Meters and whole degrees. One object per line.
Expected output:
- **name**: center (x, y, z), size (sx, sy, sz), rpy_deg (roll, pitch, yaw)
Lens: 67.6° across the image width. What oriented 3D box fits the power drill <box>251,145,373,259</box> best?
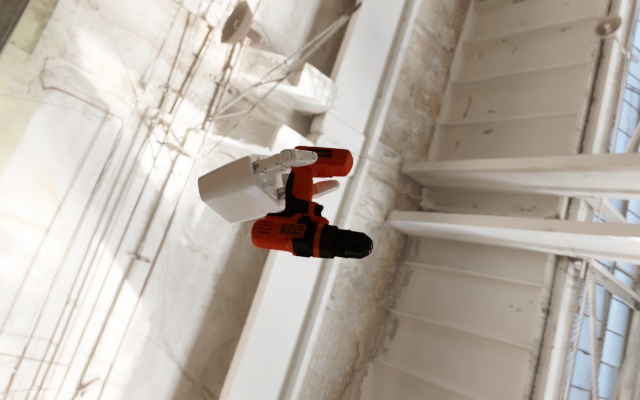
- **power drill**: center (0.000, 0.002, 0.744), size (0.184, 0.187, 0.057), rpy_deg (7, -35, 11)
